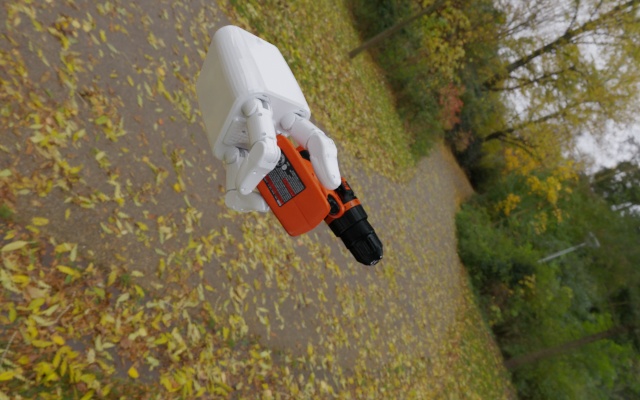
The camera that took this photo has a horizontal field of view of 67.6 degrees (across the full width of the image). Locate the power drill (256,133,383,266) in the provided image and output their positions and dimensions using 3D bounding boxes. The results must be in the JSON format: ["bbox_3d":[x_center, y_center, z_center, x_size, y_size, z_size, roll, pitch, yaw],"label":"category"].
[{"bbox_3d":[0.000,0.002,0.559,0.057,0.184,0.187,-38,-13,11],"label":"power drill"}]
